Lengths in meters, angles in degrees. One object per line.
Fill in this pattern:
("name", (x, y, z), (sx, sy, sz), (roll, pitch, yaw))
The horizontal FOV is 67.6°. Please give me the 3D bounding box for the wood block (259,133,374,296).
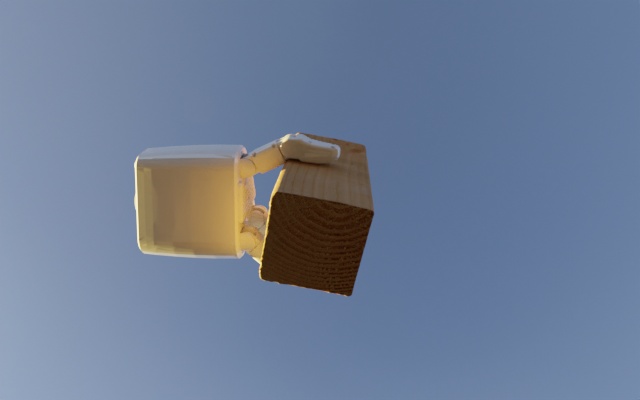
("wood block", (0.000, 0.001, 0.512), (0.090, 0.091, 0.206), (11, 23, -2))
